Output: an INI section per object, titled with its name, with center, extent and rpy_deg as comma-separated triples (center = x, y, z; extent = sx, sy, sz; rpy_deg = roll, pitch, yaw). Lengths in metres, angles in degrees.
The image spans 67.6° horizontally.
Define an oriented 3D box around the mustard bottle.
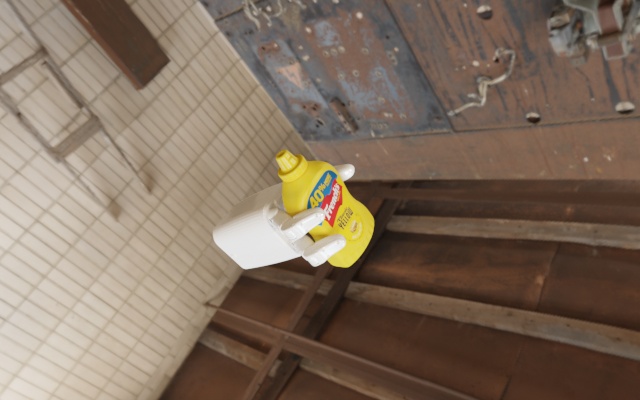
[mustard bottle]
center = 0.001, 0.002, 0.667
extent = 0.058, 0.096, 0.192
rpy_deg = 2, -39, 47
